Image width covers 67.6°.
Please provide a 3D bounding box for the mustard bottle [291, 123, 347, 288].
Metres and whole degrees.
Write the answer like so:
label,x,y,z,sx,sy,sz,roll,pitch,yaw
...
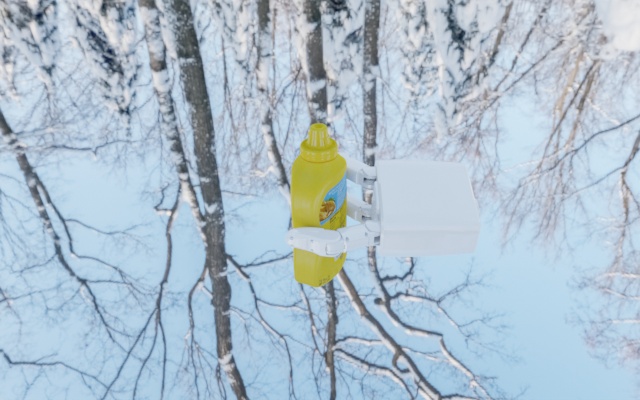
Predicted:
label,x,y,z,sx,sy,sz,roll,pitch,yaw
mustard bottle,0.000,0.002,0.556,0.058,0.192,0.096,15,37,22
